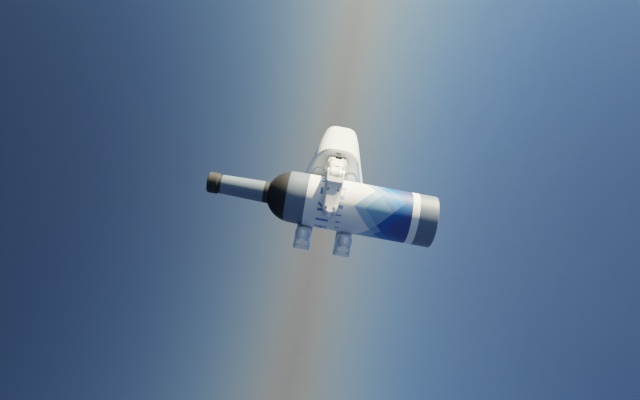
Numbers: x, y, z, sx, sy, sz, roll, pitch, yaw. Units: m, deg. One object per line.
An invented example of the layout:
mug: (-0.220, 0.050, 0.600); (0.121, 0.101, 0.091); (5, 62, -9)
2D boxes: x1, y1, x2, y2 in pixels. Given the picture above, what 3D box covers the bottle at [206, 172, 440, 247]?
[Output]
bottle: (0.000, 0.002, 0.619); (0.296, 0.069, 0.069); (10, 0, 0)
